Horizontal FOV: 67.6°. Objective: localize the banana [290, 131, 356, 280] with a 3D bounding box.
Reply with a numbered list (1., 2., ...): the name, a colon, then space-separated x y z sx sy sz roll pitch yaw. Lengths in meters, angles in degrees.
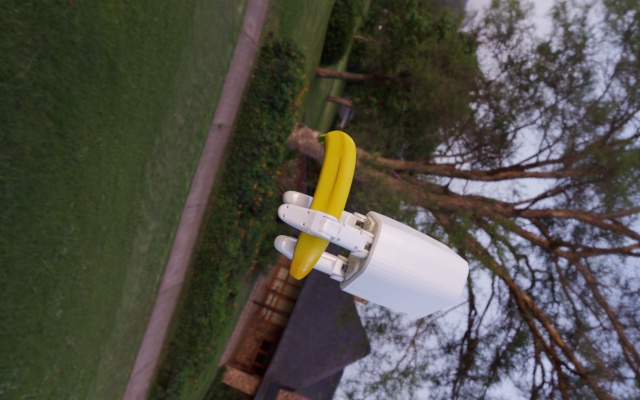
1. banana: 0.008 -0.009 0.527 0.037 0.197 0.070 22 -34 -13
